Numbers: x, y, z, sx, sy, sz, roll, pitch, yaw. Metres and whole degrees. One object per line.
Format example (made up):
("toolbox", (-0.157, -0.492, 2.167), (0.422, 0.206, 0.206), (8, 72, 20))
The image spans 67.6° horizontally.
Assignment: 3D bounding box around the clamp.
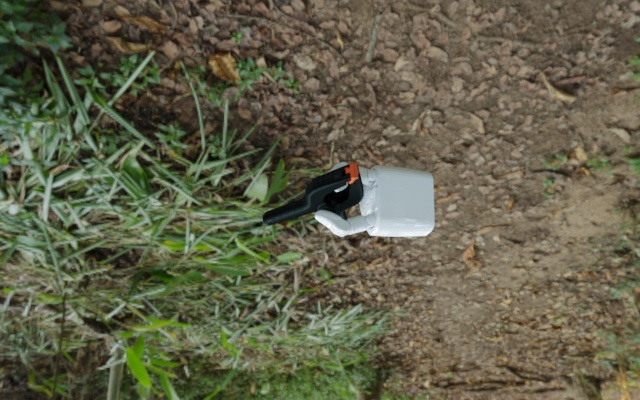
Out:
("clamp", (0.001, 0.003, 0.784), (0.164, 0.036, 0.210), (5, -29, -16))
